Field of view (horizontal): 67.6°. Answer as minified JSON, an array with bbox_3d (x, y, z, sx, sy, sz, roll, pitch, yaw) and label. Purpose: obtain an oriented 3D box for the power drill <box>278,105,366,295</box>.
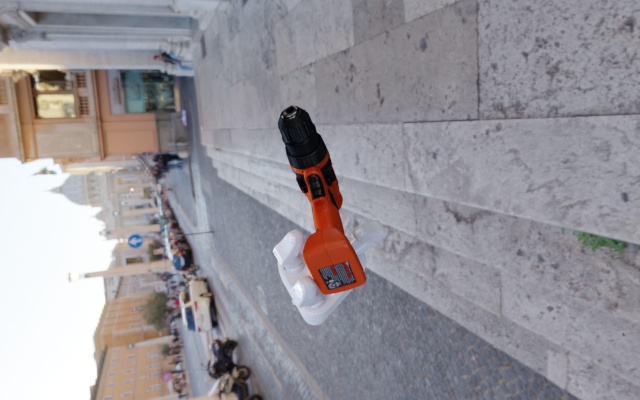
[{"bbox_3d":[0.000,0.002,0.573,0.057,0.187,0.185,-17,-42,8],"label":"power drill"}]
